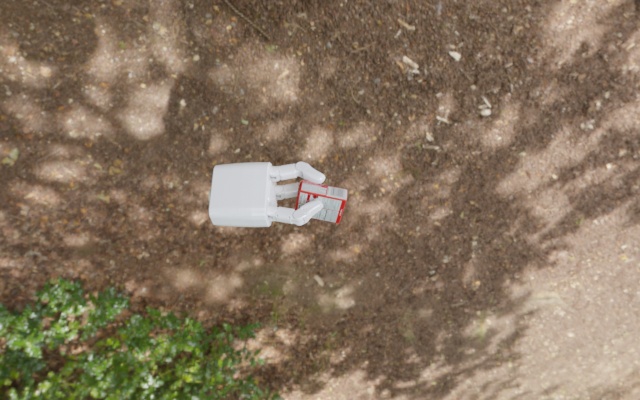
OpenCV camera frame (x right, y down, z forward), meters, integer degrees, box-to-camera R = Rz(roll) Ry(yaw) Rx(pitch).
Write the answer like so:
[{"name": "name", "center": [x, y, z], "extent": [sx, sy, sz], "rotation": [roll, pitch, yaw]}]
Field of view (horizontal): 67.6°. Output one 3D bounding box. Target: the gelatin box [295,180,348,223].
[{"name": "gelatin box", "center": [0.000, 0.003, 0.879], "extent": [0.089, 0.030, 0.073], "rotation": [12, -39, -1]}]
